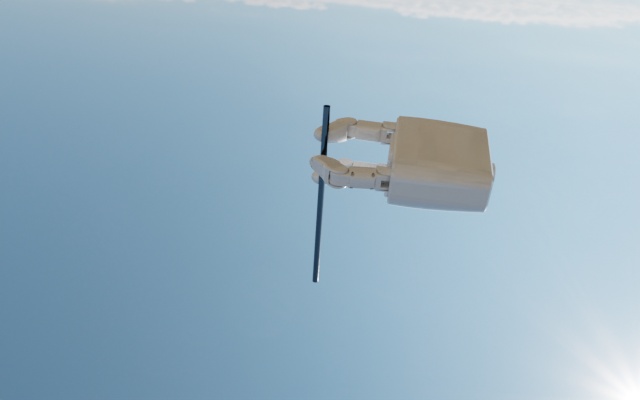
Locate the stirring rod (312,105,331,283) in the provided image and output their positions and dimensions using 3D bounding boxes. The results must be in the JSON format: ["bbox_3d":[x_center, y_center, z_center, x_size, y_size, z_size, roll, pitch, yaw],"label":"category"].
[{"bbox_3d":[0.000,0.002,0.580,0.011,0.240,0.011,3,29,-2],"label":"stirring rod"}]
